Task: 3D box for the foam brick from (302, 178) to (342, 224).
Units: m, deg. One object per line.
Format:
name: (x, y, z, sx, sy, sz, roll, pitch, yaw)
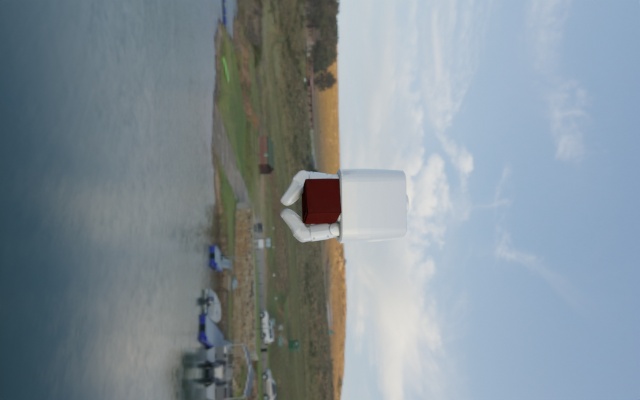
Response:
foam brick: (0.000, 0.002, 0.714, 0.051, 0.053, 0.078, -1, -14, -6)
